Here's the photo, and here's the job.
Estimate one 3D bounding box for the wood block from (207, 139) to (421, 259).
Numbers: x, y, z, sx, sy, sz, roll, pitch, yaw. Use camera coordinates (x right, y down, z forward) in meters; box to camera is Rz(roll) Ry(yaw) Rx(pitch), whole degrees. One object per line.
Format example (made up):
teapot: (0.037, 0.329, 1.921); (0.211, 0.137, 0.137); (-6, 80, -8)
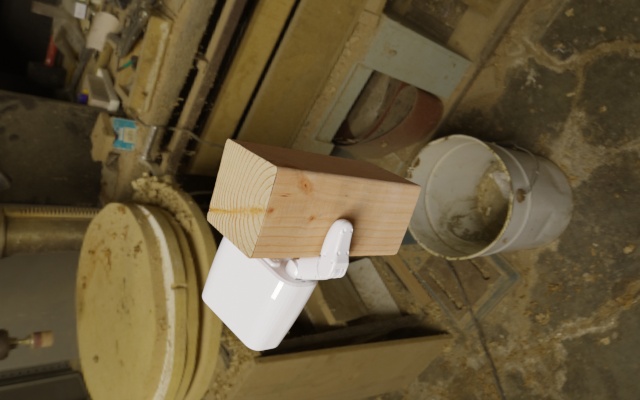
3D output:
wood block: (0.000, 0.002, 0.511); (0.206, 0.090, 0.090); (4, 20, -43)
